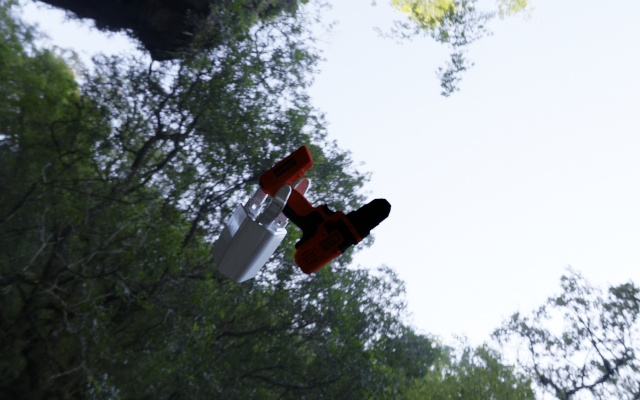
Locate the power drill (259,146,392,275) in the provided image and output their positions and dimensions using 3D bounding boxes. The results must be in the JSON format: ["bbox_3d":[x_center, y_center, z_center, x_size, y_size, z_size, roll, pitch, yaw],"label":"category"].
[{"bbox_3d":[0.000,0.002,0.801,0.184,0.187,0.057,-35,-14,-5],"label":"power drill"}]
